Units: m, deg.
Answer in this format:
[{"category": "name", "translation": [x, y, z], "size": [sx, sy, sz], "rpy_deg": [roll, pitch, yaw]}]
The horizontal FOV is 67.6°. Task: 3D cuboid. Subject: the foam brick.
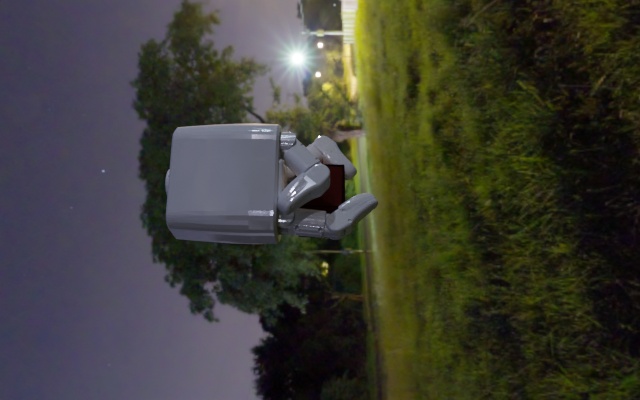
[{"category": "foam brick", "translation": [0.000, 0.002, 0.517], "size": [0.051, 0.053, 0.078], "rpy_deg": [0, -29, 1]}]
